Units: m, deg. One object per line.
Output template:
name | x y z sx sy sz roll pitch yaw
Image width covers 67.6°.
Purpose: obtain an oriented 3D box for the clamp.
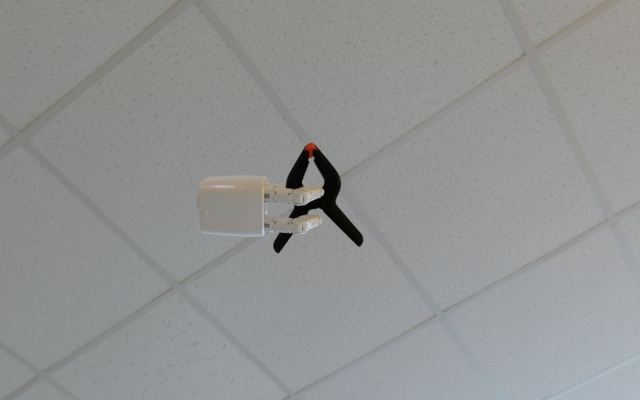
clamp | 0.000 0.002 0.836 0.164 0.210 0.036 1 26 -5
